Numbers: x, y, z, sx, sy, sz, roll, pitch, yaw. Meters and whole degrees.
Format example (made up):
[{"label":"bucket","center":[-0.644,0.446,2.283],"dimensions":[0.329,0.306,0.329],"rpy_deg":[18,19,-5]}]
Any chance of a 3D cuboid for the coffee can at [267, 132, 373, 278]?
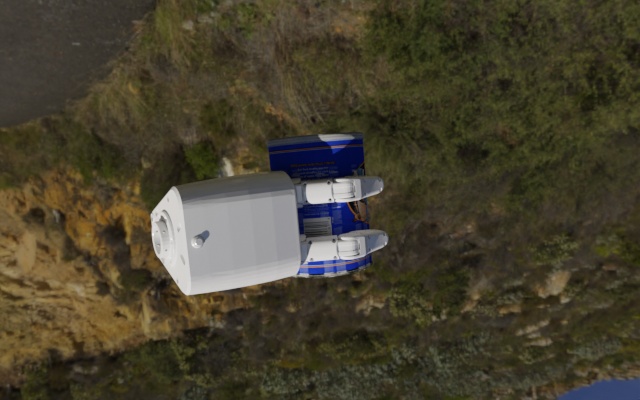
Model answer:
[{"label":"coffee can","center":[0.000,0.002,0.512],"dimensions":[0.103,0.140,0.103],"rpy_deg":[-5,5,0]}]
